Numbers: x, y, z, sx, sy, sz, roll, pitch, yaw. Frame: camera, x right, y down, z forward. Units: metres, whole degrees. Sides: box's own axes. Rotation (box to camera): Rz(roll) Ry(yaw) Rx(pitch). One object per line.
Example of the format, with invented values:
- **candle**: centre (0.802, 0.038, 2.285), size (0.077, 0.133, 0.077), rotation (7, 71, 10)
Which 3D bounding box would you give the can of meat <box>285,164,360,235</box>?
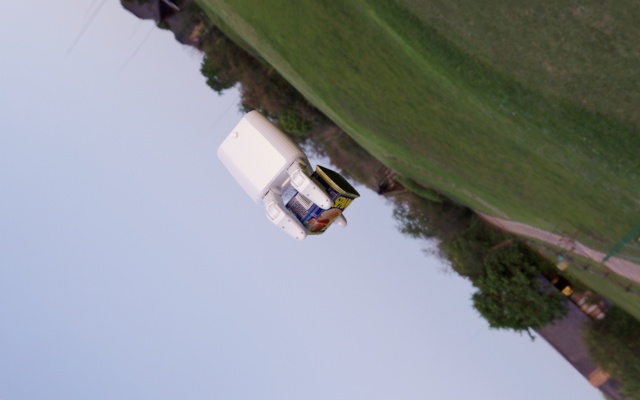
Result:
- **can of meat**: centre (0.000, 0.003, 0.681), size (0.057, 0.084, 0.102), rotation (45, 12, 17)
